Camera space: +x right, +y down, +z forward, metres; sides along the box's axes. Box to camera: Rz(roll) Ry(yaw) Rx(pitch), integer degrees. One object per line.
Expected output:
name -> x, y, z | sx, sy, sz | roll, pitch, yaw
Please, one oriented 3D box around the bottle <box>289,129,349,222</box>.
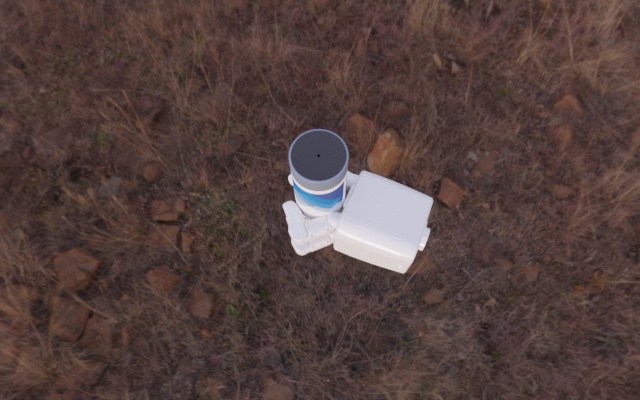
bottle -> 0.000, 0.002, 0.662 | 0.069, 0.069, 0.296 | 0, -21, 1
